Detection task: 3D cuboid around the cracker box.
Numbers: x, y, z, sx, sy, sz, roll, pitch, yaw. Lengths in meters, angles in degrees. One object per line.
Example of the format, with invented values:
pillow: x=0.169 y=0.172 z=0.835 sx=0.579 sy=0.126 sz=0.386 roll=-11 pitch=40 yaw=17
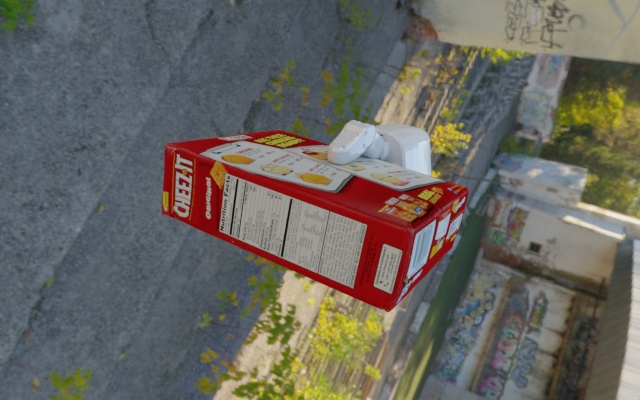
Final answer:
cracker box: x=0.000 y=0.001 z=0.413 sx=0.213 sy=0.072 sz=0.164 roll=19 pitch=20 yaw=24
